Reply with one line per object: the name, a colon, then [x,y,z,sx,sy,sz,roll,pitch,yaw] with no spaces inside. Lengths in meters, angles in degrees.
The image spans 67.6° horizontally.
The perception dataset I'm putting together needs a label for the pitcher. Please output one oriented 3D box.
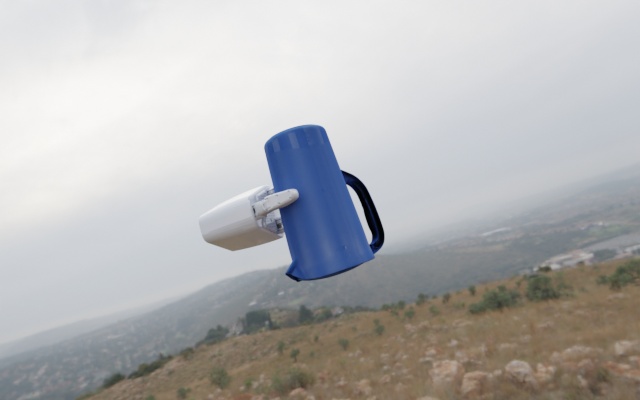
pitcher: [0.000,0.003,0.787,0.145,0.243,0.149,-19,-6,20]
